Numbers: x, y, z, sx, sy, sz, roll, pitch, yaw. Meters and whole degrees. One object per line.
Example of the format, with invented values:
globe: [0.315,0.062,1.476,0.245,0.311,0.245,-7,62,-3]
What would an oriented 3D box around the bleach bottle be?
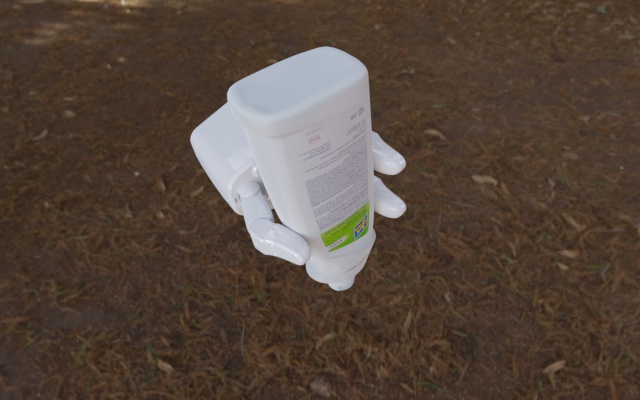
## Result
bleach bottle: [0.000,0.001,0.423,0.102,0.251,0.068,-30,48,-19]
